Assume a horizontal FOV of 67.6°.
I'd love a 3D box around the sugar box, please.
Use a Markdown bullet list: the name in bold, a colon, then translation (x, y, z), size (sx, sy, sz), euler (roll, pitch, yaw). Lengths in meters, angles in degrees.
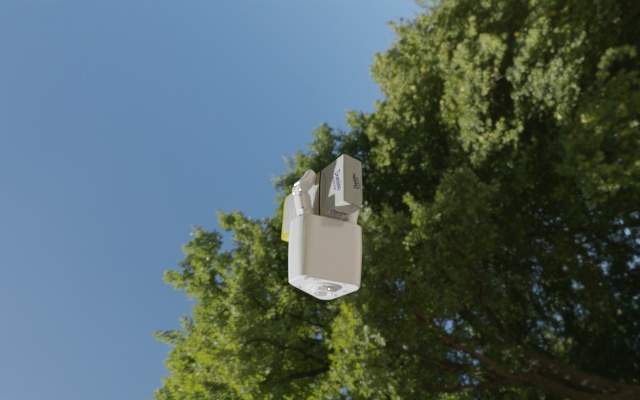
- **sugar box**: translation (0.000, 0.003, 0.822), size (0.048, 0.093, 0.176), euler (24, -37, -32)
